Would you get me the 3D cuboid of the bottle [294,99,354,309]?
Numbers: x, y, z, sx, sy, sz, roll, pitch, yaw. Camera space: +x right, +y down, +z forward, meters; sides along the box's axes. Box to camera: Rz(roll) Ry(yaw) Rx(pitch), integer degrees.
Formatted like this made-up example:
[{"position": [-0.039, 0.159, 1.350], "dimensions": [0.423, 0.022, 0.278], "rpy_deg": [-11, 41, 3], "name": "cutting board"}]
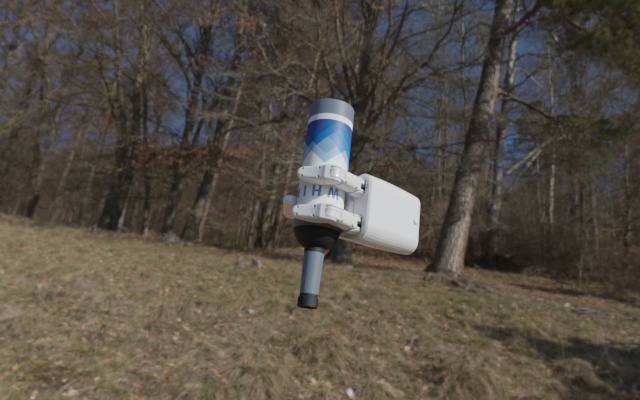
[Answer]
[{"position": [0.000, 0.002, 0.672], "dimensions": [0.069, 0.295, 0.069], "rpy_deg": [7, -18, 2], "name": "bottle"}]
